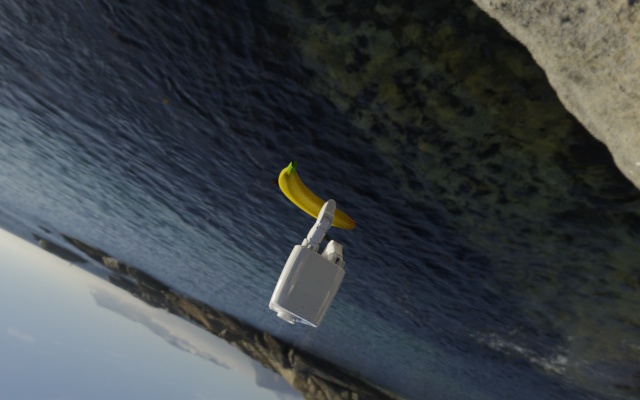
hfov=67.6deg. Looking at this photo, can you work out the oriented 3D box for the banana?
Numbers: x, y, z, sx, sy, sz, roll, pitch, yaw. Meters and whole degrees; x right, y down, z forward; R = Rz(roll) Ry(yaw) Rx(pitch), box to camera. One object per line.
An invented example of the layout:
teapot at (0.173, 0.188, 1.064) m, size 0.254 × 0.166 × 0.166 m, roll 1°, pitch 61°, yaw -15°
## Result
banana at (-0.015, 0.000, 0.857) m, size 0.069 × 0.037 × 0.198 m, roll 5°, pitch -29°, yaw 46°
